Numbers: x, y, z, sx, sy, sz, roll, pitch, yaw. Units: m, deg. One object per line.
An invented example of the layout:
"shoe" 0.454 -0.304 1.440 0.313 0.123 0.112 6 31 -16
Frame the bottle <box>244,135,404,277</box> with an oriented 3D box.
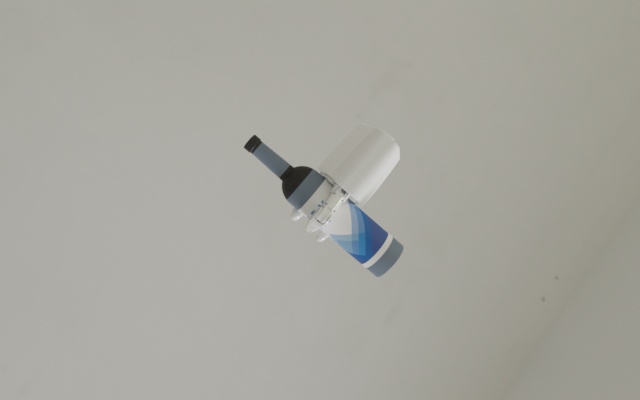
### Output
"bottle" 0.000 0.003 0.757 0.296 0.069 0.069 41 -4 -5
